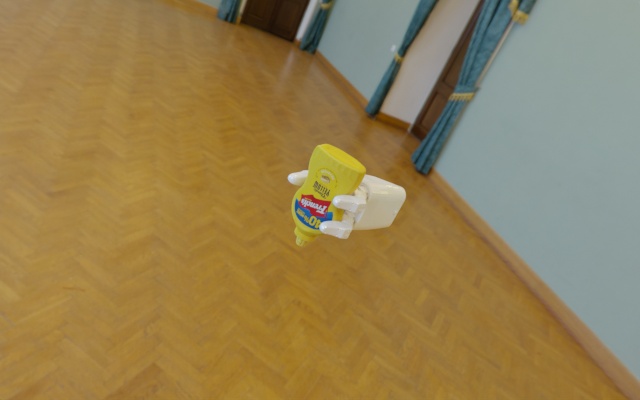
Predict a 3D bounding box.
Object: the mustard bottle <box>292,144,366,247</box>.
[{"bbox_3d":[0.000,0.003,0.852,0.096,0.192,0.058,34,26,17],"label":"mustard bottle"}]
